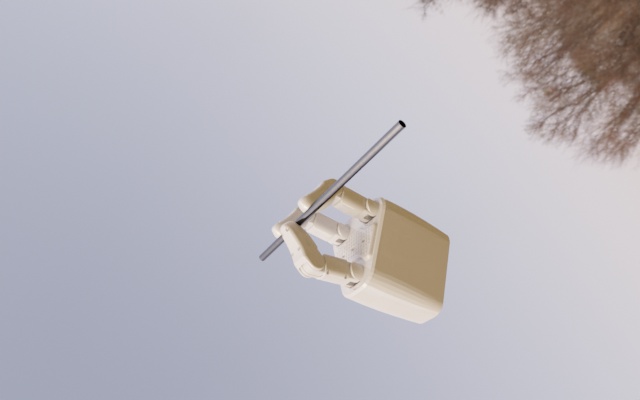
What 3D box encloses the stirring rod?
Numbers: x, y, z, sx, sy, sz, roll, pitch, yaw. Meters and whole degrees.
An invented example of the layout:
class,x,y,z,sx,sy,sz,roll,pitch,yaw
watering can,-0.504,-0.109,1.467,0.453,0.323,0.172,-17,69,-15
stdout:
class,x,y,z,sx,sy,sz,roll,pitch,yaw
stirring rod,0.000,0.002,0.464,0.011,0.011,0.240,0,-32,-40
